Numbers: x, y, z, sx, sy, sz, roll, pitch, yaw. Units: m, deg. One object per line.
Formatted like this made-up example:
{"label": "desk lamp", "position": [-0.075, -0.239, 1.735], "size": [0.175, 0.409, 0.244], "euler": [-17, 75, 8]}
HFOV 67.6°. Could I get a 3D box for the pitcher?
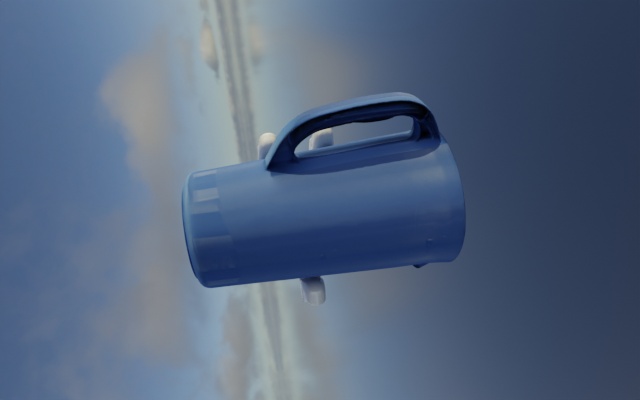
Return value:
{"label": "pitcher", "position": [0.000, 0.002, 0.448], "size": [0.243, 0.149, 0.145], "euler": [-8, -12, -7]}
